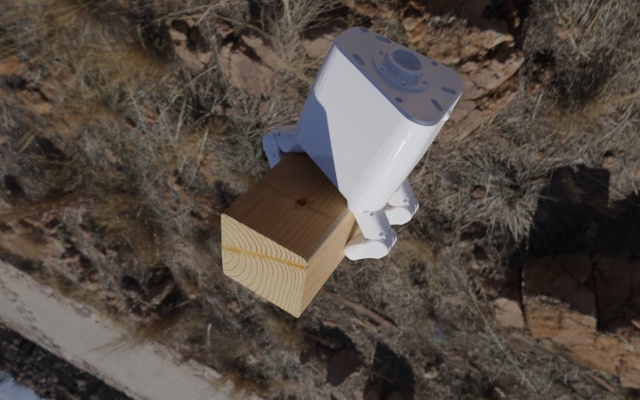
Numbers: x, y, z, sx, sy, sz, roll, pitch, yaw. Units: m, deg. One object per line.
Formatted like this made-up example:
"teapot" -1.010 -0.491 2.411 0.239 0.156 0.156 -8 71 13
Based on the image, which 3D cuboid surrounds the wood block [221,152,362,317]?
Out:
"wood block" 0.000 0.001 0.488 0.091 0.090 0.206 27 47 18
